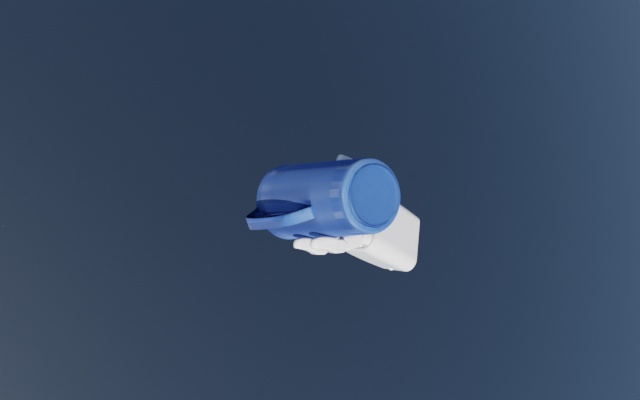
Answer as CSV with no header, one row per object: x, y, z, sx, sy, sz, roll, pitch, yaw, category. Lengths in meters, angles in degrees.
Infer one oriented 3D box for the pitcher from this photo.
0.000,0.002,0.755,0.145,0.149,0.243,30,-18,-29,pitcher
